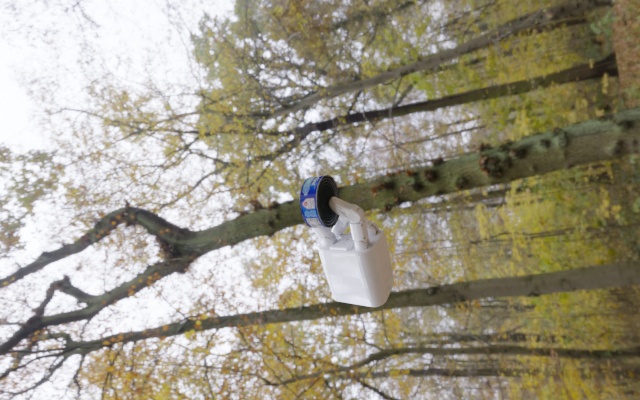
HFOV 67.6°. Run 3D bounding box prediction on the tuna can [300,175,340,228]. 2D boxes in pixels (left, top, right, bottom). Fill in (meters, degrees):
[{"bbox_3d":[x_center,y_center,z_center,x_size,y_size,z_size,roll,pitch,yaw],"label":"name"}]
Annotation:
[{"bbox_3d":[0.000,0.003,0.780,0.034,0.086,0.086,-3,-2,27],"label":"tuna can"}]
